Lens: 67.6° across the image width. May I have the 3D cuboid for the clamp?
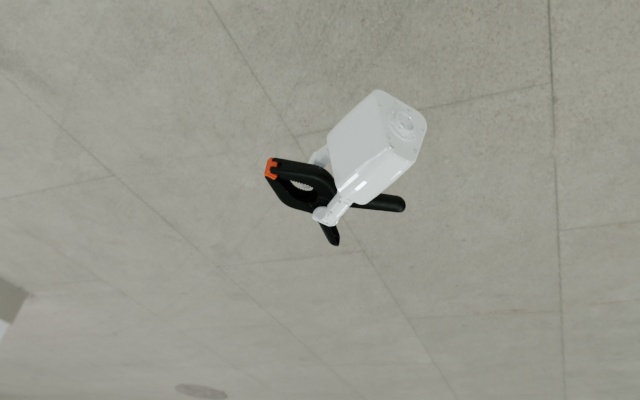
[{"bbox_3d":[0.000,0.003,0.729,0.210,0.036,0.165,25,-41,-22],"label":"clamp"}]
